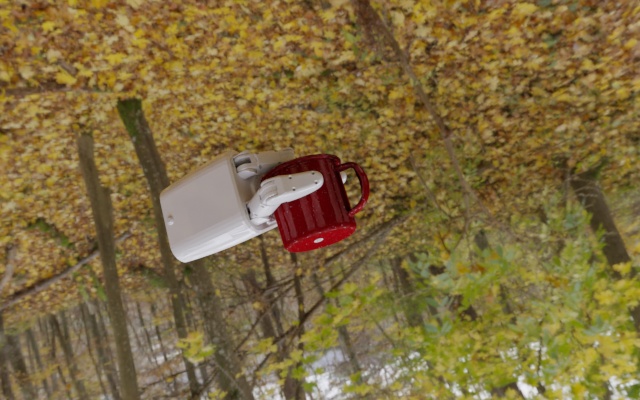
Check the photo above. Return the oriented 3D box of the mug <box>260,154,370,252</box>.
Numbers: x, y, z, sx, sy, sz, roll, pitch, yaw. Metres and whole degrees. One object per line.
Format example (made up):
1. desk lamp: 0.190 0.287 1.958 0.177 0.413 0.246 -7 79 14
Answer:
1. mug: 0.001 0.001 0.513 0.117 0.081 0.093 -24 -17 22
